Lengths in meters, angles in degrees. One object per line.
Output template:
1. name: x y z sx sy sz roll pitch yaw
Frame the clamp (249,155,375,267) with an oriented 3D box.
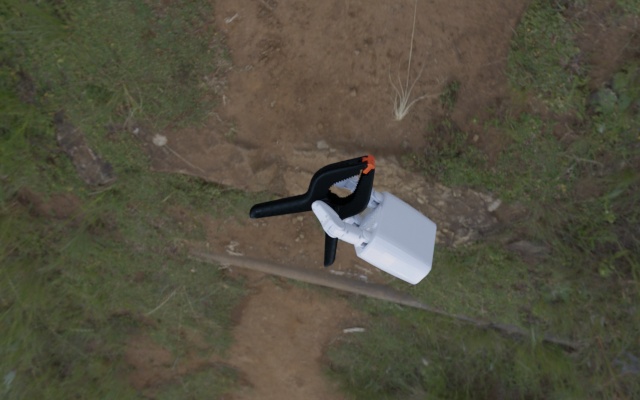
1. clamp: 0.001 0.003 0.726 0.164 0.210 0.036 29 33 -15
